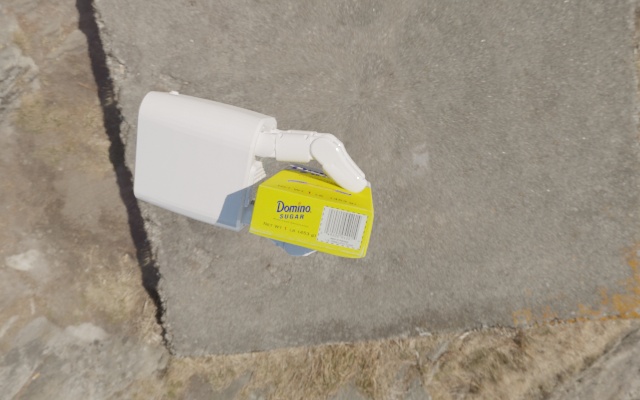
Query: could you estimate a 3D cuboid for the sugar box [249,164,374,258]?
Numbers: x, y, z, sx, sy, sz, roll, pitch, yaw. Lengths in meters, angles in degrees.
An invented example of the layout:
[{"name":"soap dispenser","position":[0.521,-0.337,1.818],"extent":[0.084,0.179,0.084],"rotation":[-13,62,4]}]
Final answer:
[{"name":"sugar box","position":[0.000,0.001,0.447],"extent":[0.093,0.048,0.176],"rotation":[14,13,2]}]
